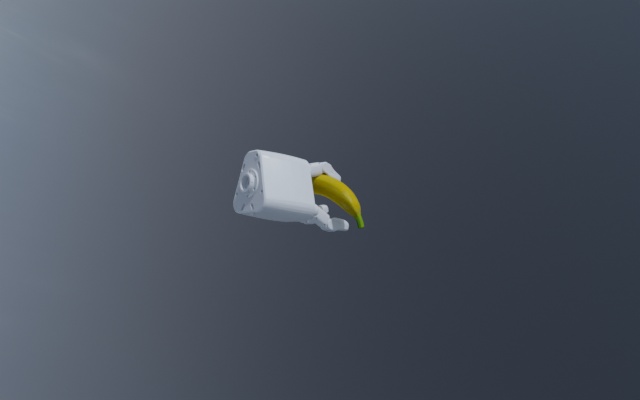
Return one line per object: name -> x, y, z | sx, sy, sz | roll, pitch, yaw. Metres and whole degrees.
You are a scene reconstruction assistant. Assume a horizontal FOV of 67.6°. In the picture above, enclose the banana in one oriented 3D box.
banana -> 0.006, -0.014, 0.877 | 0.037, 0.070, 0.197 | -4, 23, -43
